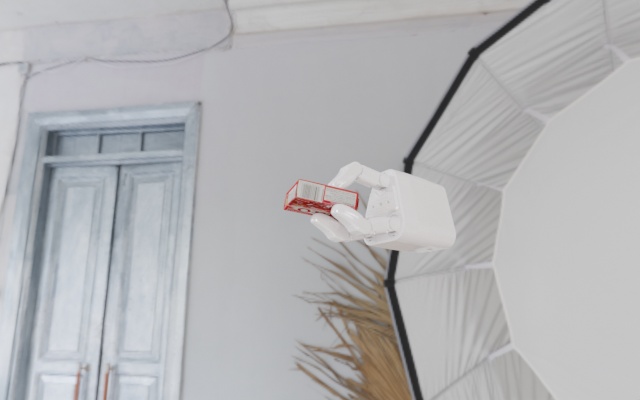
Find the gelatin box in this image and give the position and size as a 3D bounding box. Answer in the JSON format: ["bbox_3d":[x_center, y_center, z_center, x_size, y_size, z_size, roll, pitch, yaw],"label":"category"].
[{"bbox_3d":[0.000,0.002,0.669,0.089,0.030,0.073,13,-17,-14],"label":"gelatin box"}]
